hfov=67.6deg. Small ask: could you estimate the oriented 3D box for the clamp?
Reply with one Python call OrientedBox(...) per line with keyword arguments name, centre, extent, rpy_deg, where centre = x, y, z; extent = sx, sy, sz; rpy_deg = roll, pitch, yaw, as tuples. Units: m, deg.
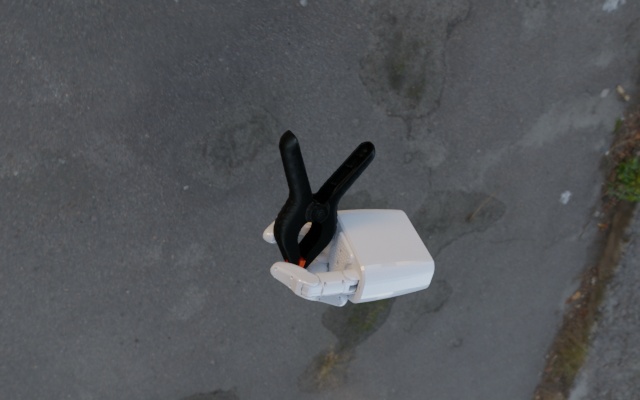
OrientedBox(name="clamp", centre=(0.000, 0.002, 0.541), extent=(0.120, 0.171, 0.039), rpy_deg=(-3, 30, -26))
